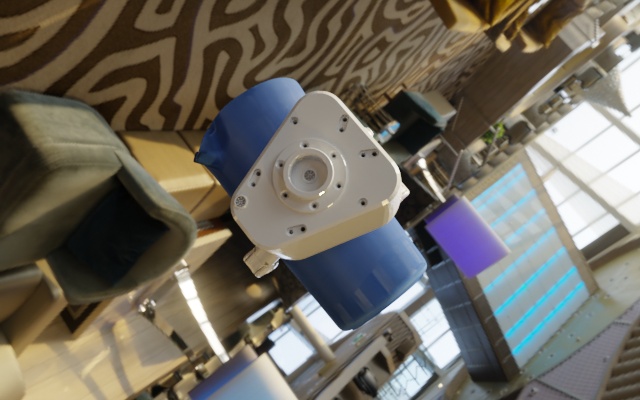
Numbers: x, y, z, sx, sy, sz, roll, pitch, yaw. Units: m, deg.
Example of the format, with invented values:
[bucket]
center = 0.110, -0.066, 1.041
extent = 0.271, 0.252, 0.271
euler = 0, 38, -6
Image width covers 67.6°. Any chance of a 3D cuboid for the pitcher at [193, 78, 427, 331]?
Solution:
[pitcher]
center = 0.000, 0.002, 0.495
extent = 0.149, 0.243, 0.145
euler = -38, -10, -1
